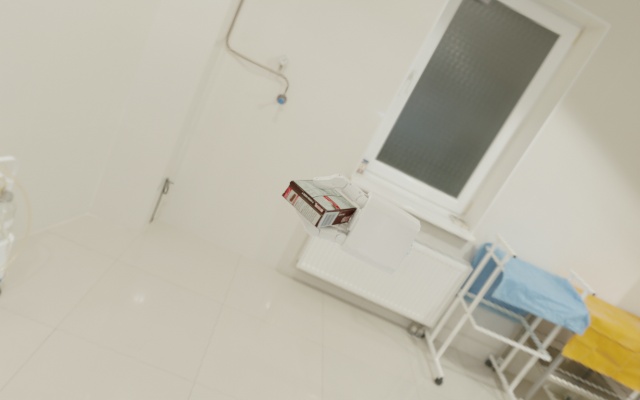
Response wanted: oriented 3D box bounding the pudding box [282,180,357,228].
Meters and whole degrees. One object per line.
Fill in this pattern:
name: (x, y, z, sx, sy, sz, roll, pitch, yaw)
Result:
pudding box: (0.000, 0.003, 0.841, 0.090, 0.039, 0.113, 41, 20, 23)
